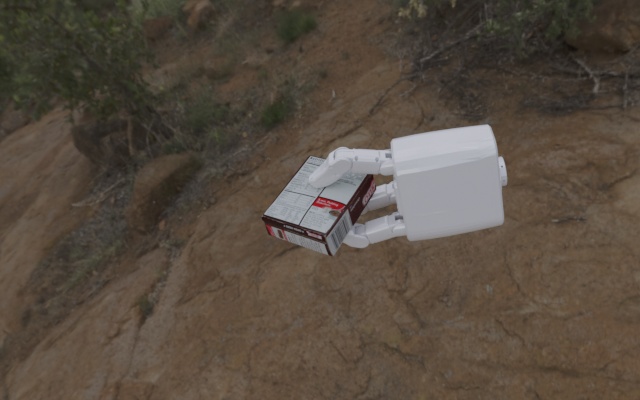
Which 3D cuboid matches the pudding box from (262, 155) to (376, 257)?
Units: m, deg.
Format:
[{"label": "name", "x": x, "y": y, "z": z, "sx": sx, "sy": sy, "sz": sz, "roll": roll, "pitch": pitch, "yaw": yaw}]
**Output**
[{"label": "pudding box", "x": 0.000, "y": 0.002, "z": 0.554, "sx": 0.090, "sy": 0.039, "sz": 0.113, "roll": 15, "pitch": 51, "yaw": 30}]
